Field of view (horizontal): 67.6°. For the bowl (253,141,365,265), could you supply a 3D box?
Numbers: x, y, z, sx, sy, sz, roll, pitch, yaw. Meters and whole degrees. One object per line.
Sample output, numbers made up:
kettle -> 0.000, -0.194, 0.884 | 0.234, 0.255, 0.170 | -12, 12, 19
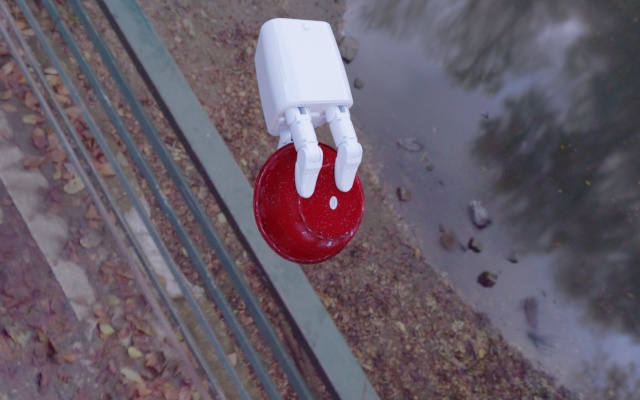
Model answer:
bowl -> 0.001, 0.003, 0.596 | 0.162, 0.162, 0.055 | 0, -1, -32
